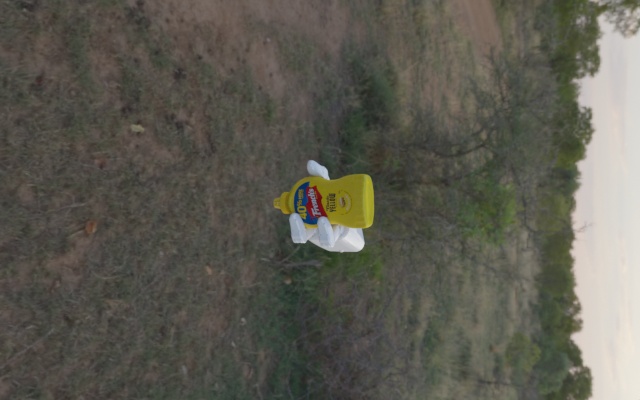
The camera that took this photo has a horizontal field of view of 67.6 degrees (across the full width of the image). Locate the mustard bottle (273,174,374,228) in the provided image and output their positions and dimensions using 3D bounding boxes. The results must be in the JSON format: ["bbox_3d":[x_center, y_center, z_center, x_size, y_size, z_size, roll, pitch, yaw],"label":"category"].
[{"bbox_3d":[0.000,0.003,0.881,0.191,0.096,0.058,-1,4,25],"label":"mustard bottle"}]
